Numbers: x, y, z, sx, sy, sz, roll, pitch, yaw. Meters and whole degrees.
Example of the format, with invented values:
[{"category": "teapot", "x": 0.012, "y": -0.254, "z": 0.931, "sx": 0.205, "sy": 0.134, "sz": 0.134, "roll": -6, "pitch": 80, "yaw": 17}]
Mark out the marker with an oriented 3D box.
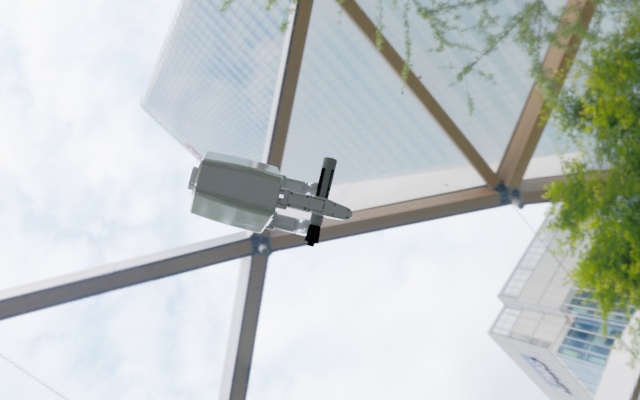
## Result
[{"category": "marker", "x": 0.000, "y": 0.002, "z": 0.638, "sx": 0.020, "sy": 0.121, "sz": 0.020, "roll": 13, "pitch": -7, "yaw": 2}]
